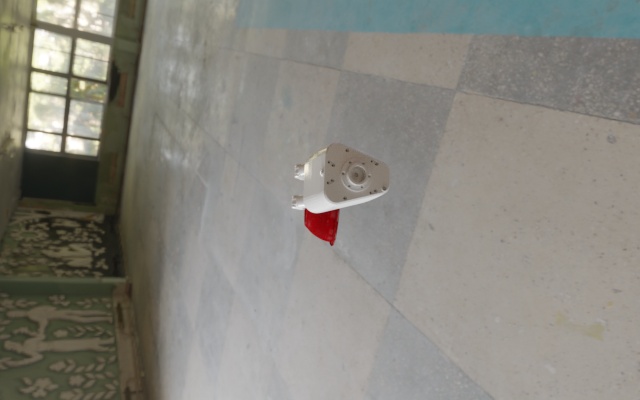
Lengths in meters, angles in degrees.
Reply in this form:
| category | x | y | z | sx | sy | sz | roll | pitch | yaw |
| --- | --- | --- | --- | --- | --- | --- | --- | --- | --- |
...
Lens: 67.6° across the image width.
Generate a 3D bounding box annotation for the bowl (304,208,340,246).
| category | x | y | z | sx | sy | sz | roll | pitch | yaw |
| --- | --- | --- | --- | --- | --- | --- | --- | --- | --- |
| bowl | 0.000 | 0.003 | 0.888 | 0.055 | 0.162 | 0.162 | 3 | 0 | -4 |
